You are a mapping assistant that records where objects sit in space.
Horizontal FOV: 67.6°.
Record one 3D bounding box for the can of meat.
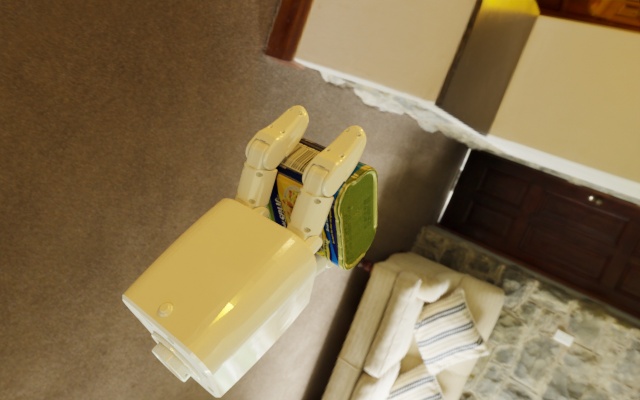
[{"bbox_3d":[0.000,0.001,0.406,0.084,0.102,0.057,27,53,30],"label":"can of meat"}]
